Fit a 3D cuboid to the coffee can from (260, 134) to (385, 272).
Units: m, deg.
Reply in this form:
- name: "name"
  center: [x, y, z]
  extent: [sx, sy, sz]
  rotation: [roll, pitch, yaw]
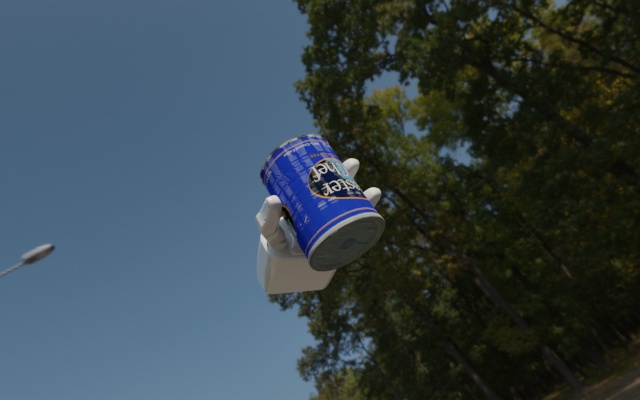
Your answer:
- name: "coffee can"
  center: [0.000, 0.002, 0.595]
  extent: [0.103, 0.140, 0.103]
  rotation: [-24, -31, -15]
